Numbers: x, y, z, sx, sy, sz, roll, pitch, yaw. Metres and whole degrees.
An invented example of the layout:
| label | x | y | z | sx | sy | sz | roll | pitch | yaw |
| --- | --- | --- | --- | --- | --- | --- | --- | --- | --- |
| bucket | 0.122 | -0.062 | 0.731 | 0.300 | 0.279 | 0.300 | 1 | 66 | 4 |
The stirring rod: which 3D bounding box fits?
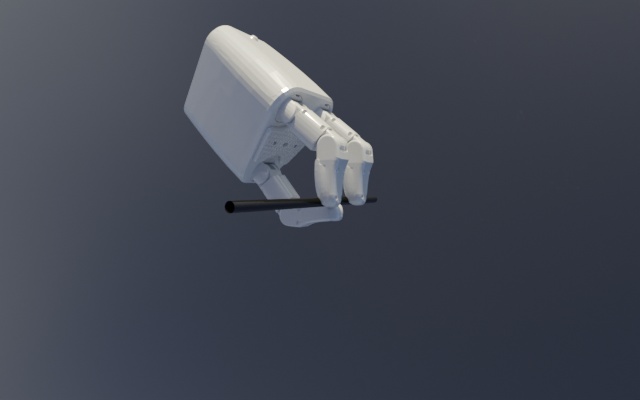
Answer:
| label | x | y | z | sx | sy | sz | roll | pitch | yaw |
| --- | --- | --- | --- | --- | --- | --- | --- | --- | --- |
| stirring rod | 0.000 | 0.001 | 0.405 | 0.011 | 0.011 | 0.239 | 0 | 1 | 28 |
